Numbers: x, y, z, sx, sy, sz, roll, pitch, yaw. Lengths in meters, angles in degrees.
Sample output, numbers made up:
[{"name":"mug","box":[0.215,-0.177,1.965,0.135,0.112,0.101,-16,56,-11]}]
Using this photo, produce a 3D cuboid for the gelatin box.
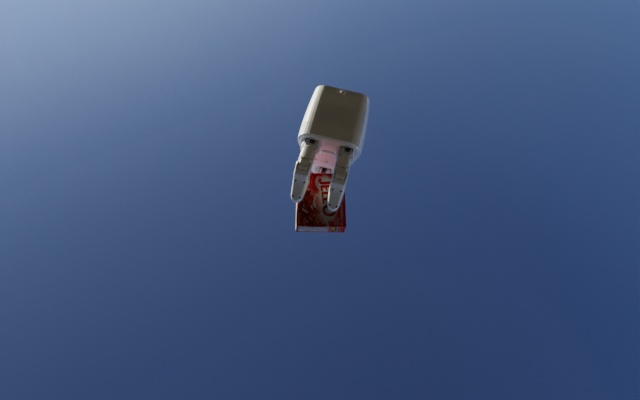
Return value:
[{"name":"gelatin box","box":[0.000,0.003,0.713,0.073,0.089,0.030,2,-23,-4]}]
